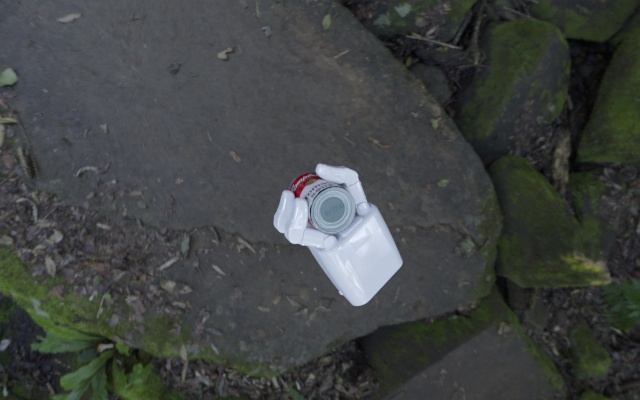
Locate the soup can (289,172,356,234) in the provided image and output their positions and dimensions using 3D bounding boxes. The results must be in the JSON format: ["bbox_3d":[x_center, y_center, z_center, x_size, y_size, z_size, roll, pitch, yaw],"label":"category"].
[{"bbox_3d":[0.000,0.002,0.678,0.068,0.068,0.102,0,14,-21],"label":"soup can"}]
